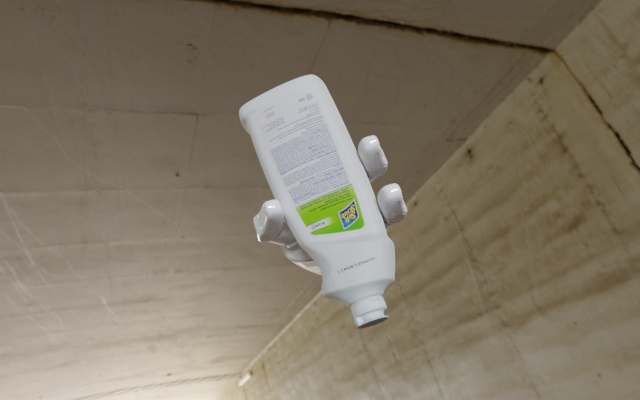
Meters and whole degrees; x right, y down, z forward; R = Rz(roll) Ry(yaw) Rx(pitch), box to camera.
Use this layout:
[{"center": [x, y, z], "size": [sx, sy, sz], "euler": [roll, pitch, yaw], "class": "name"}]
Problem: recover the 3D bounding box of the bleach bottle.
[{"center": [0.000, 0.001, 0.465], "size": [0.102, 0.250, 0.068], "euler": [-24, -24, 10], "class": "bleach bottle"}]
